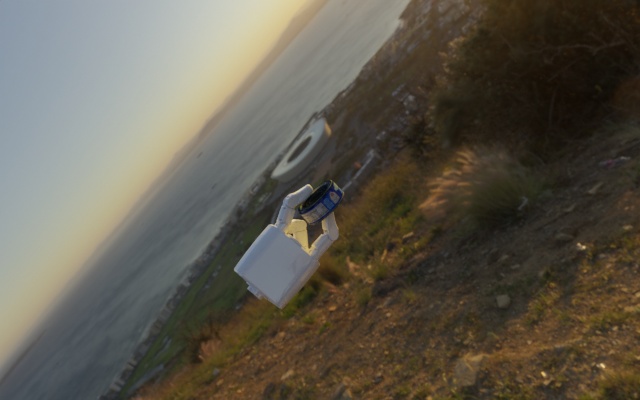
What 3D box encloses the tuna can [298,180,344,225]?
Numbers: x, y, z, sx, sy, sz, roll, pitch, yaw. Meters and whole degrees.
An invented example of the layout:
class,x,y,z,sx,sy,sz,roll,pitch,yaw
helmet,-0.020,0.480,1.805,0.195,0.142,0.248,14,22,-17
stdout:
class,x,y,z,sx,sy,sz,roll,pitch,yaw
tuna can,0.000,0.002,0.864,0.086,0.034,0.086,-40,15,13
